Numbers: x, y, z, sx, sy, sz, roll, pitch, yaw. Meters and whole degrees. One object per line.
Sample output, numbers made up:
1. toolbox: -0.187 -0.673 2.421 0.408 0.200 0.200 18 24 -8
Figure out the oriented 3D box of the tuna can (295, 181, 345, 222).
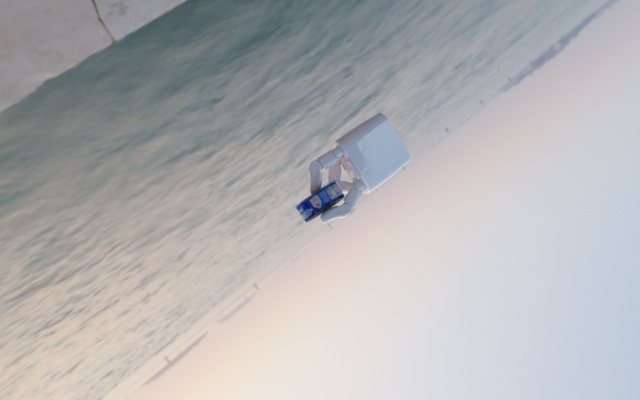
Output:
1. tuna can: 0.000 0.003 0.847 0.086 0.034 0.086 -33 -4 -3
